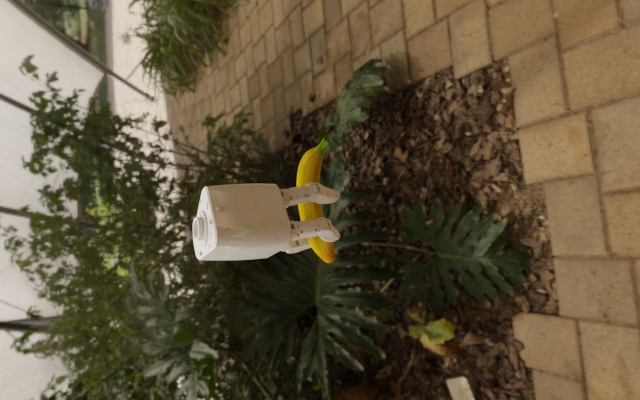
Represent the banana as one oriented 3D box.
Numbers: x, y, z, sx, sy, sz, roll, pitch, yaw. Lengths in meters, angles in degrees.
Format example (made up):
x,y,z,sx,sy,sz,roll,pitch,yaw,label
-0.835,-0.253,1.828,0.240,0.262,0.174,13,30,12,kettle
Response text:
x,y,z,sx,sy,sz,roll,pitch,yaw,label
-0.010,0.002,0.758,0.037,0.197,0.069,2,-10,-31,banana
